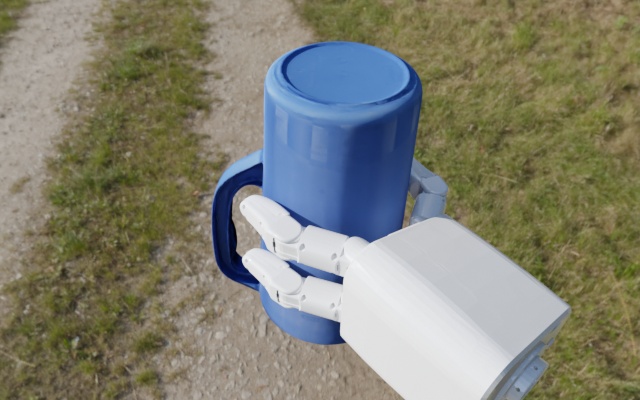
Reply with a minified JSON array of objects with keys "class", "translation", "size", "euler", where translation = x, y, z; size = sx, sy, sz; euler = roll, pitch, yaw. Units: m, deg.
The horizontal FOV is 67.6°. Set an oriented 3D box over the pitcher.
[{"class":"pitcher","translation":[0.000,0.001,0.400],"size":[0.149,0.243,0.145],"euler":[-29,52,-30]}]
